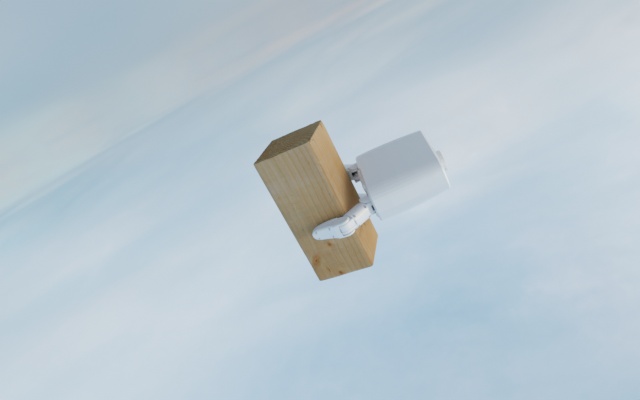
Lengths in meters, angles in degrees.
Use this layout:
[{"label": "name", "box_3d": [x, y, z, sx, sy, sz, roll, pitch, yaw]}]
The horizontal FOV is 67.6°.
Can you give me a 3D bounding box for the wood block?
[{"label": "wood block", "box_3d": [0.000, 0.002, 0.699, 0.090, 0.206, 0.090, -20, 22, 21]}]
